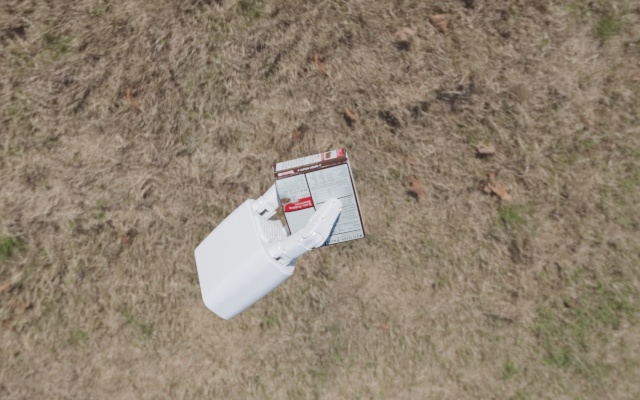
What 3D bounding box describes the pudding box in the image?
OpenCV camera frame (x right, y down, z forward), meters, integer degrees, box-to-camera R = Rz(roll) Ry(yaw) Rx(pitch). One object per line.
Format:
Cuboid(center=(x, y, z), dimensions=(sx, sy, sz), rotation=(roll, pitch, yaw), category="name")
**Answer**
Cuboid(center=(0.000, 0.002, 0.570), dimensions=(0.090, 0.114, 0.039), rotation=(-13, 33, 4), category="pudding box")
